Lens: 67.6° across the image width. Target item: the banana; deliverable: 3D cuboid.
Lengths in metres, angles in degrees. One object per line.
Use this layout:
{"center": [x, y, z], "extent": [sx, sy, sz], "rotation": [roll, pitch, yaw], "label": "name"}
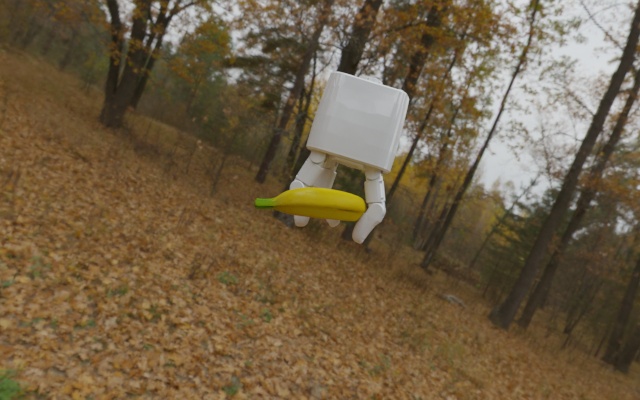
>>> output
{"center": [0.012, 0.004, 0.601], "extent": [0.069, 0.037, 0.198], "rotation": [11, 2, 40], "label": "banana"}
